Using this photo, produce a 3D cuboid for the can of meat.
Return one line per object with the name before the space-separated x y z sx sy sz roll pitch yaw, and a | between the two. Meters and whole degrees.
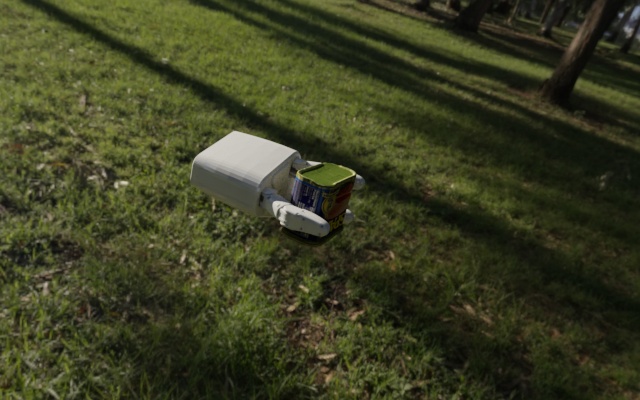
can of meat | 0.000 0.002 0.619 0.057 0.084 0.102 23 23 21
